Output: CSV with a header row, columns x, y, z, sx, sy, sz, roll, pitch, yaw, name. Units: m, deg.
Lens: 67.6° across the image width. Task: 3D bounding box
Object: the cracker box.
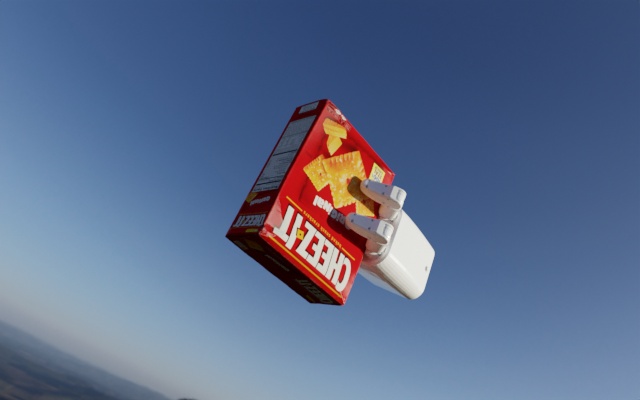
x,y,z,sx,sy,sz,roll,pitch,yaw,name
0.000,0.002,0.618,0.072,0.213,0.164,-8,-42,45,cracker box
